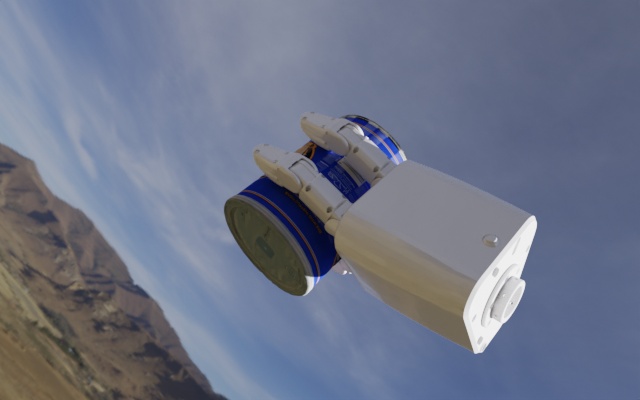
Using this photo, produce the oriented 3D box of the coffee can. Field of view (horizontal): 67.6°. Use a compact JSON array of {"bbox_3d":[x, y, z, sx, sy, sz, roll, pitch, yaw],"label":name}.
[{"bbox_3d":[0.000,0.001,0.431,0.140,0.103,0.103,-40,21,-28],"label":"coffee can"}]
